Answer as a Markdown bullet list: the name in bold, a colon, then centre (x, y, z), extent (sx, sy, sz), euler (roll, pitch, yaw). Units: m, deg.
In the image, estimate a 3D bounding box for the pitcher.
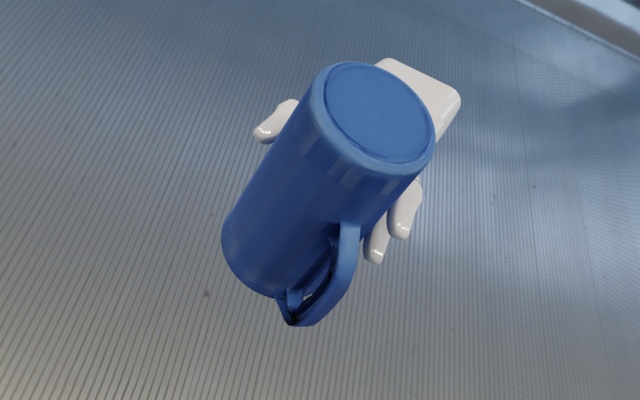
- **pitcher**: centre (0.000, 0.001, 0.443), extent (0.145, 0.149, 0.243), euler (-45, -5, -38)
